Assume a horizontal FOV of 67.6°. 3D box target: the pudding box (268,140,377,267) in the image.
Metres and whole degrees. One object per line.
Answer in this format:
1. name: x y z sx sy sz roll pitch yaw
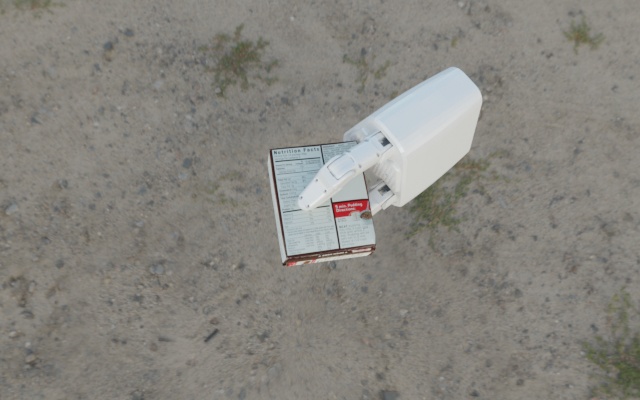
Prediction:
1. pudding box: 0.000 0.001 0.461 0.090 0.113 0.039 -7 -19 -9
